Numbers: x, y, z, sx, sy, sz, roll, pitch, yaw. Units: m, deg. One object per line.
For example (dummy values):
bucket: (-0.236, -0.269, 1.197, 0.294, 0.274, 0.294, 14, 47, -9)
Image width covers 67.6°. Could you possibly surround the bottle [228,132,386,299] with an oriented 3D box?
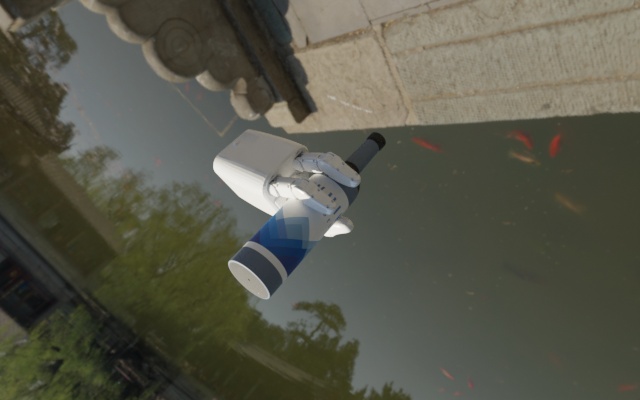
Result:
bottle: (0.000, 0.002, 0.648, 0.069, 0.069, 0.295, 0, 40, 51)
